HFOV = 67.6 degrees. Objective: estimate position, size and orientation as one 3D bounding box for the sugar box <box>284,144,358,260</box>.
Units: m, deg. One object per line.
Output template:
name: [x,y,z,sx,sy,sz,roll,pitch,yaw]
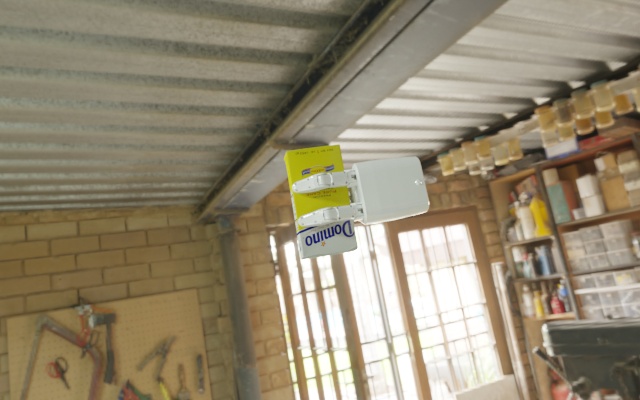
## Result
sugar box: [0.000,0.002,0.780,0.093,0.176,0.048,-9,-11,-9]
